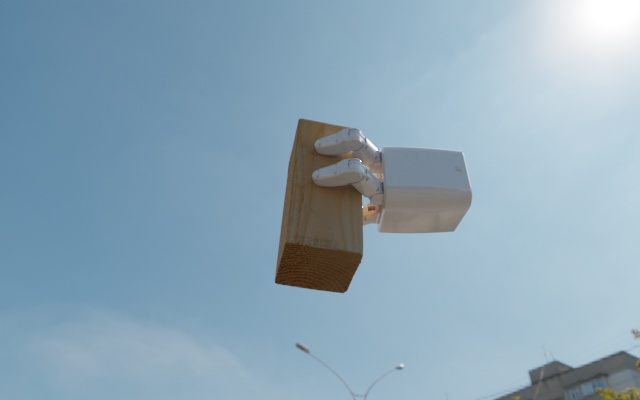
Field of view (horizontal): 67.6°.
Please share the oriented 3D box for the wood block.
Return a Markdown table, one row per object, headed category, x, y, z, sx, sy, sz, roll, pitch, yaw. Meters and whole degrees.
| category | x | y | z | sx | sy | sz | roll | pitch | yaw |
| --- | --- | --- | --- | --- | --- | --- | --- | --- | --- |
| wood block | 0.000 | 0.002 | 0.612 | 0.090 | 0.206 | 0.091 | 9 | -42 | -7 |
